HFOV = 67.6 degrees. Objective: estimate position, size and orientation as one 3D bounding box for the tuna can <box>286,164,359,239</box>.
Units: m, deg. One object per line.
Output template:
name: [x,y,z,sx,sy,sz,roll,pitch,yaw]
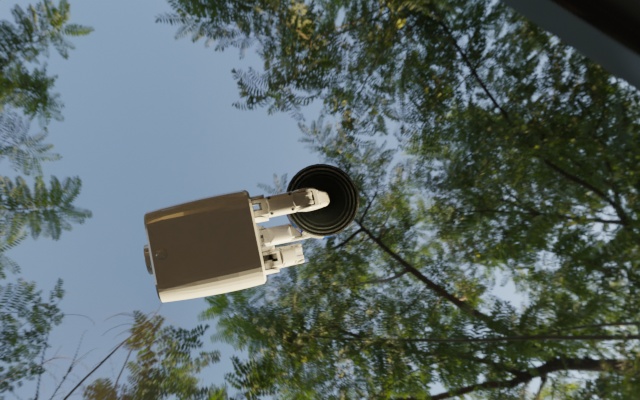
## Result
tuna can: [0.000,0.002,0.566,0.086,0.086,0.034,0,-10,-8]
